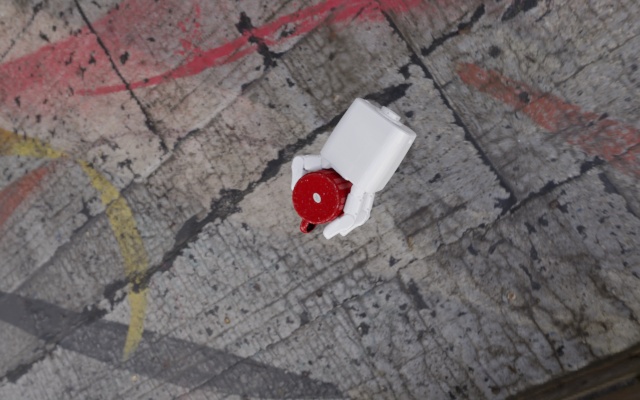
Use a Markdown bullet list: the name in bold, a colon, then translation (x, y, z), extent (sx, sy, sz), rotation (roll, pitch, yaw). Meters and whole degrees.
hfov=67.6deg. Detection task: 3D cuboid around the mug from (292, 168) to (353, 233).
- **mug**: translation (-0.001, 0.004, 0.765), extent (0.093, 0.117, 0.081), rotation (36, 18, 14)
